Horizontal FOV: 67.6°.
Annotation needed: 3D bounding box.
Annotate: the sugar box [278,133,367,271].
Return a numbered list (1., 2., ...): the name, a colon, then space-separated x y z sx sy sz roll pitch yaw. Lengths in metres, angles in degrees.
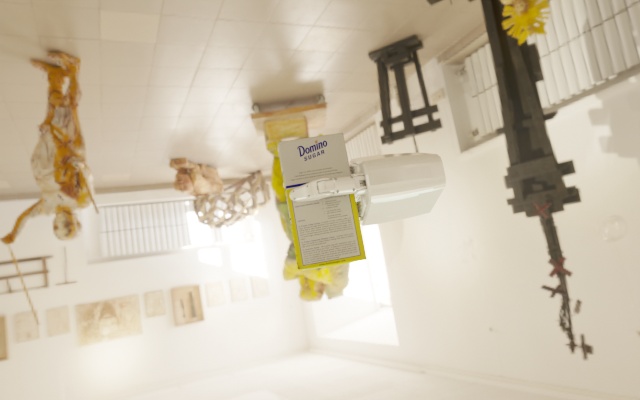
1. sugar box: 0.000 0.002 0.654 0.093 0.176 0.048 -9 -9 -7
